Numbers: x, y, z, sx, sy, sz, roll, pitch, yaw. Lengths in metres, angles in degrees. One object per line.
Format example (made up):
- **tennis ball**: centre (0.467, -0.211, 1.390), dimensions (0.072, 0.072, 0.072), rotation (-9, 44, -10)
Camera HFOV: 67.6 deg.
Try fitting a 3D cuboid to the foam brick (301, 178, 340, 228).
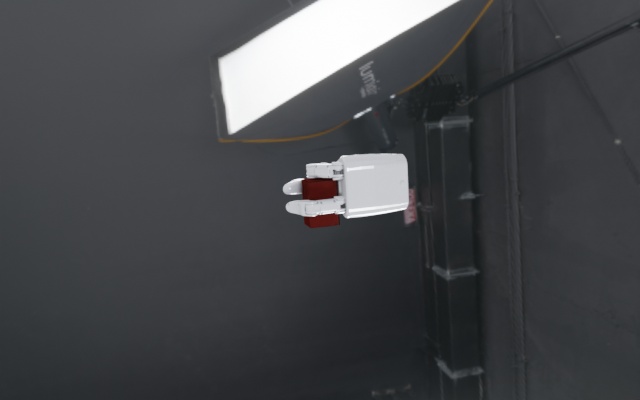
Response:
- **foam brick**: centre (0.000, 0.003, 0.788), dimensions (0.051, 0.078, 0.053), rotation (-5, 9, -12)
